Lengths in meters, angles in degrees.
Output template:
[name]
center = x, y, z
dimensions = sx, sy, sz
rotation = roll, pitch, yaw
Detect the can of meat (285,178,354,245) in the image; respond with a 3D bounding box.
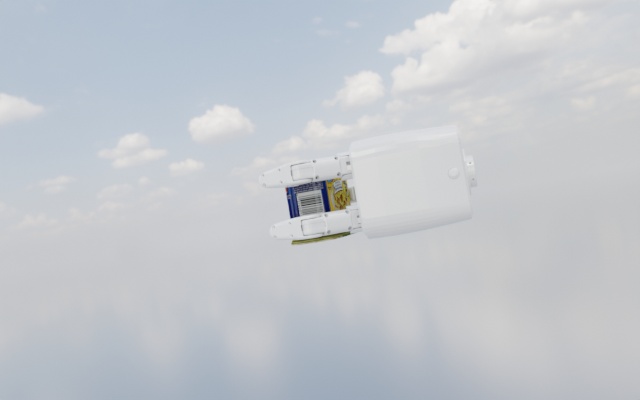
[can of meat]
center = 0.000, 0.001, 0.535
dimensions = 0.057, 0.084, 0.102
rotation = -10, -2, 18
